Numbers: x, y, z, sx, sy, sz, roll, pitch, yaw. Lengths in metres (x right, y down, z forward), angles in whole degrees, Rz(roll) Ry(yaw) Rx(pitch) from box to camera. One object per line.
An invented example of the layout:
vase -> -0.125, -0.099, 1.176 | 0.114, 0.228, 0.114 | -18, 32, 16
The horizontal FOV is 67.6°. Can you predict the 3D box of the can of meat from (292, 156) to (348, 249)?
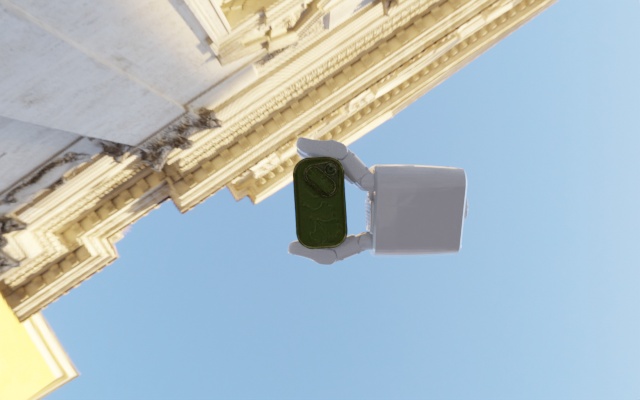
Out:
can of meat -> 0.000, 0.002, 0.566 | 0.057, 0.102, 0.084 | -4, 1, 1
